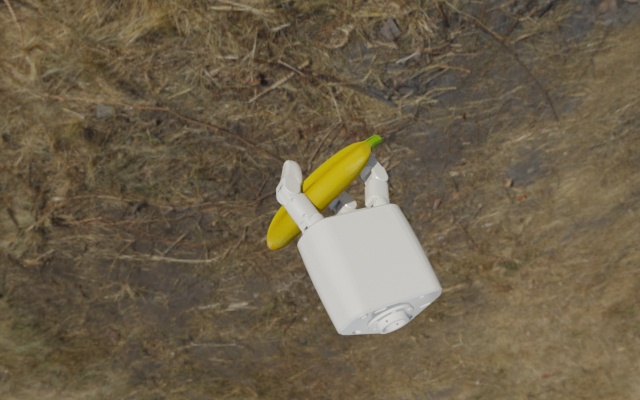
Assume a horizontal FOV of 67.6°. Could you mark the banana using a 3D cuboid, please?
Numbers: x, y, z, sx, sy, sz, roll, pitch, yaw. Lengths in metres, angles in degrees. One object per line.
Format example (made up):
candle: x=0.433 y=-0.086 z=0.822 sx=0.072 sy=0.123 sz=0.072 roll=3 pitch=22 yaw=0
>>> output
banana: x=-0.006 y=-0.001 z=0.550 sx=0.198 sy=0.037 sz=0.069 roll=-43 pitch=-19 yaw=20
